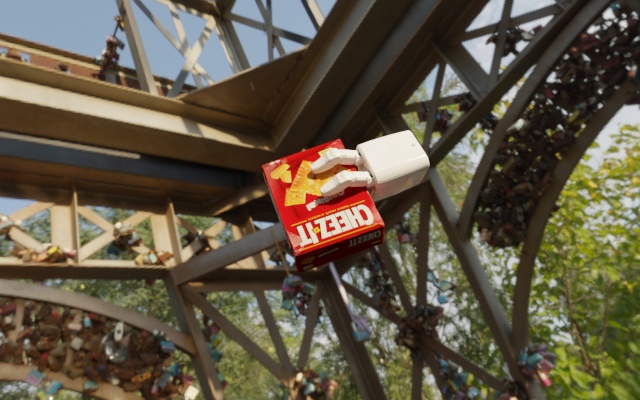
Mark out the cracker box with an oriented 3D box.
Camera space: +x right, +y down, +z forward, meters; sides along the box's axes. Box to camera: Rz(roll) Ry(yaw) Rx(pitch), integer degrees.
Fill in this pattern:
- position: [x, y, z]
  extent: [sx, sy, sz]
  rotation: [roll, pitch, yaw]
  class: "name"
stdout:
- position: [0.000, 0.003, 0.874]
  extent: [0.164, 0.213, 0.072]
  rotation: [-19, -34, -8]
  class: "cracker box"
